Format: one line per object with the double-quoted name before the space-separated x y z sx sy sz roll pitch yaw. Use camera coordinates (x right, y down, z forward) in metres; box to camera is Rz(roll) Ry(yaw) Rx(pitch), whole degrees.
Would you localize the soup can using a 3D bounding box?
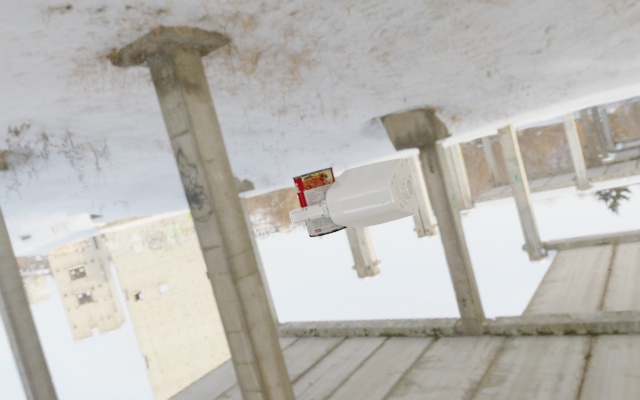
"soup can" 0.000 0.003 0.779 0.068 0.102 0.068 -15 3 1
